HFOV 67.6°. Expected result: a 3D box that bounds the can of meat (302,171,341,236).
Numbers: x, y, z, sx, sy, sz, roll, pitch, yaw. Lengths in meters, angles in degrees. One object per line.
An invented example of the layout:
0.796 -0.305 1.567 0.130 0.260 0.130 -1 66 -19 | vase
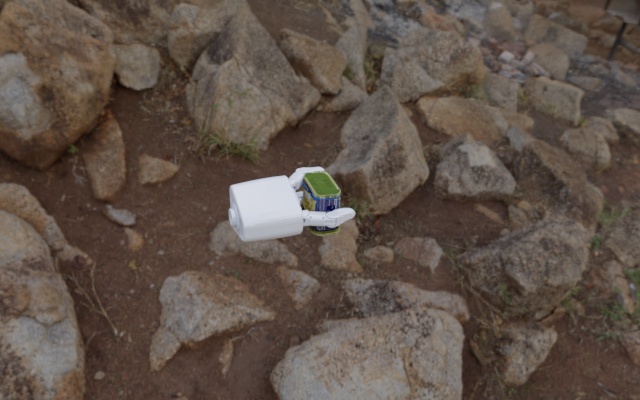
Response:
0.000 0.003 0.897 0.057 0.084 0.102 -8 32 -17 | can of meat
